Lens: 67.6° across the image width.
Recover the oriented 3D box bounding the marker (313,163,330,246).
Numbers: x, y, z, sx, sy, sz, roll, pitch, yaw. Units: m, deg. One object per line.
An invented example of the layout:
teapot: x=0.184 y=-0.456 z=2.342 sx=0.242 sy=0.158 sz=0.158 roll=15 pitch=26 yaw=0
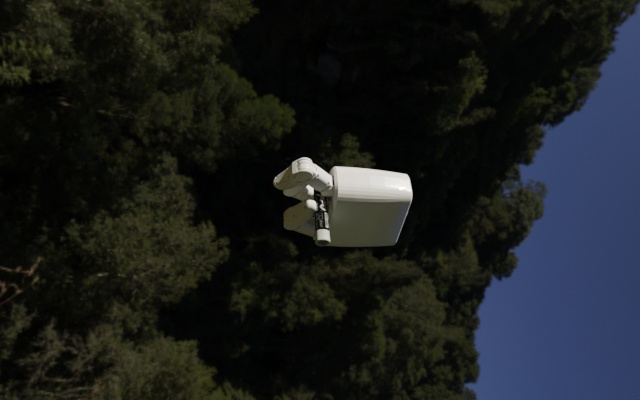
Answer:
marker: x=0.000 y=0.002 z=0.627 sx=0.020 sy=0.121 sz=0.020 roll=-2 pitch=-32 yaw=-1
